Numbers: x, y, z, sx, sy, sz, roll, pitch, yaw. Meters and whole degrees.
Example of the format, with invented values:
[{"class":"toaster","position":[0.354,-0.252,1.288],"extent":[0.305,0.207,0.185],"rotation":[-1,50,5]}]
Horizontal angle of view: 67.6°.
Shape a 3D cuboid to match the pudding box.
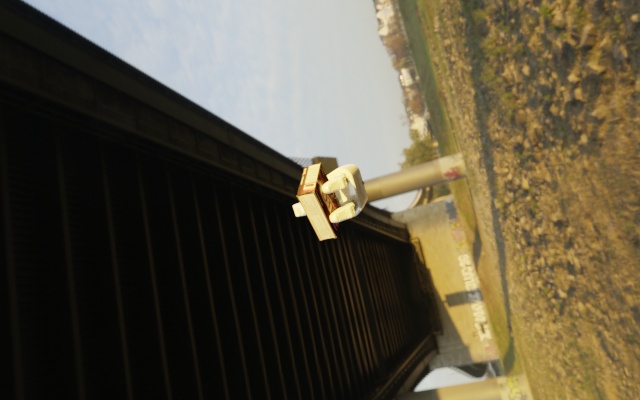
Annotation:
[{"class":"pudding box","position":[0.000,0.003,0.870],"extent":[0.039,0.114,0.090],"rotation":[-15,35,19]}]
